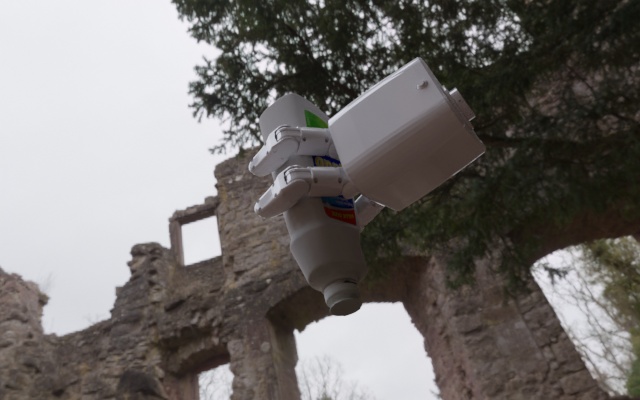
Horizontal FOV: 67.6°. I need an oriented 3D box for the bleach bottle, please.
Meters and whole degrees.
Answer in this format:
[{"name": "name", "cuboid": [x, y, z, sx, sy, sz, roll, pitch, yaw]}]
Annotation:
[{"name": "bleach bottle", "cuboid": [0.000, 0.002, 0.485, 0.068, 0.250, 0.103, -35, -44, 21]}]
